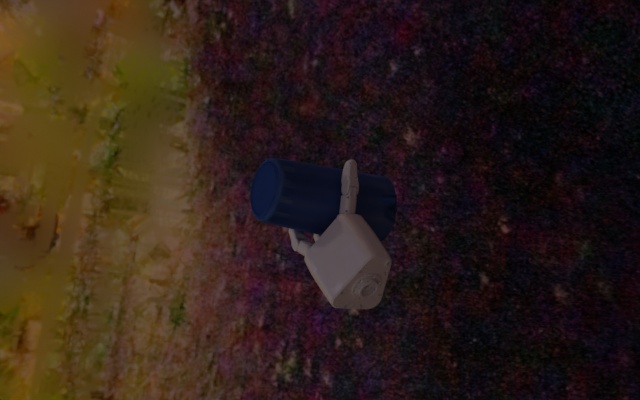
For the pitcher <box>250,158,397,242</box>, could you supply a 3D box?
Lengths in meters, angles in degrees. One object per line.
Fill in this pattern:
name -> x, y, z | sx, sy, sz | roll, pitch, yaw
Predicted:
pitcher -> 0.000, 0.003, 0.845 | 0.243, 0.149, 0.145 | 11, 30, -33
